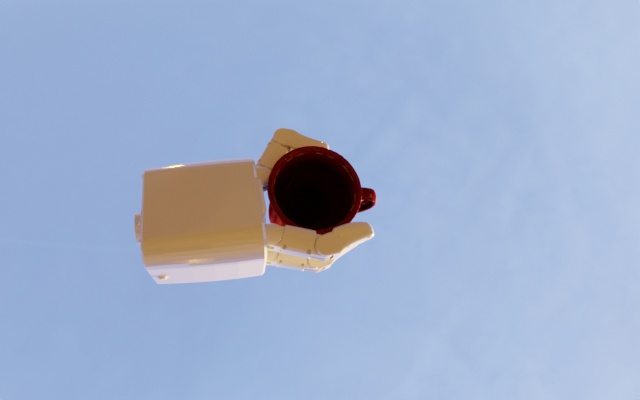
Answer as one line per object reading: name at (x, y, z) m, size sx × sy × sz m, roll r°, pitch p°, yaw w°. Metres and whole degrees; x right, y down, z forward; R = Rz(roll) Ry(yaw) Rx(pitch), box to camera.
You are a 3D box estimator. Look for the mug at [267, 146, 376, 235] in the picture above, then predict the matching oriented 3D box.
mug at (0.001, 0.002, 0.501) m, size 0.117 × 0.093 × 0.081 m, roll -4°, pitch -19°, yaw -12°
